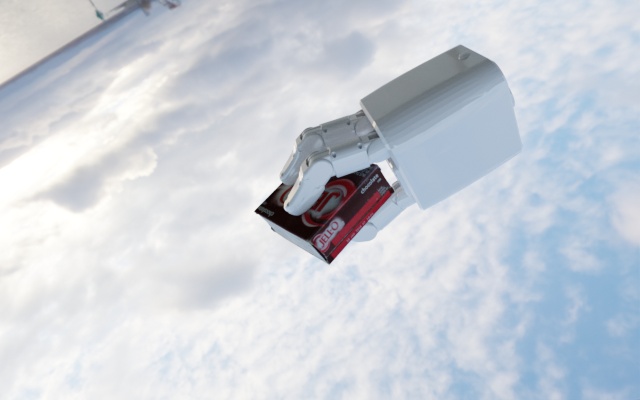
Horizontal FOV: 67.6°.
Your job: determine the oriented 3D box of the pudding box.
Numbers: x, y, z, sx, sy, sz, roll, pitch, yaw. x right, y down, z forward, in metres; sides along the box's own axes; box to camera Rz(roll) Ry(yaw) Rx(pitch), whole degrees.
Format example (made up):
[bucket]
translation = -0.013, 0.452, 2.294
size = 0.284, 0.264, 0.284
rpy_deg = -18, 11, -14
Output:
[pudding box]
translation = 0.000, 0.002, 0.444
size = 0.039, 0.090, 0.113
rpy_deg = 52, -17, -28
